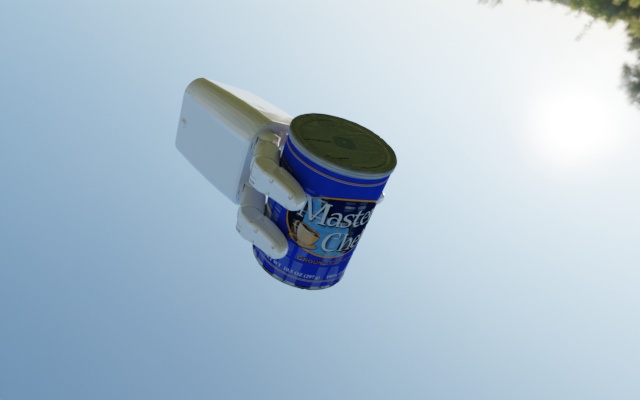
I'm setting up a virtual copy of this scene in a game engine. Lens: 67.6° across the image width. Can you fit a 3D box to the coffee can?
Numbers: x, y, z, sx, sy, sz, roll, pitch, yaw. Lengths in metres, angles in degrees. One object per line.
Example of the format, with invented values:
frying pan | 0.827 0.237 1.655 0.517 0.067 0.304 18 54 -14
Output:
coffee can | 0.000 0.001 0.465 0.103 0.140 0.102 15 32 -10
